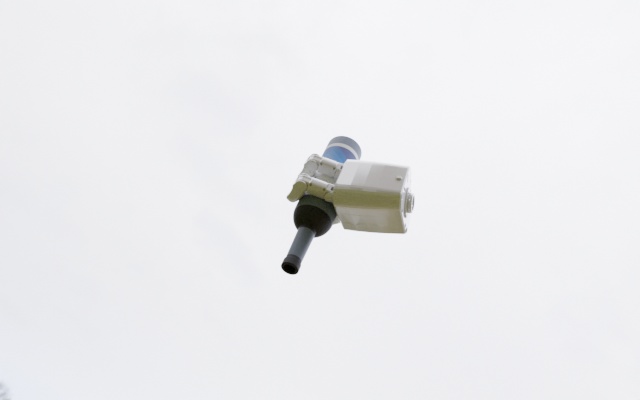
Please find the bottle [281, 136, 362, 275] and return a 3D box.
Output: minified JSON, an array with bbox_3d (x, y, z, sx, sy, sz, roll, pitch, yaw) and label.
[{"bbox_3d":[0.000,0.002,0.789,0.069,0.069,0.295,0,41,24],"label":"bottle"}]
